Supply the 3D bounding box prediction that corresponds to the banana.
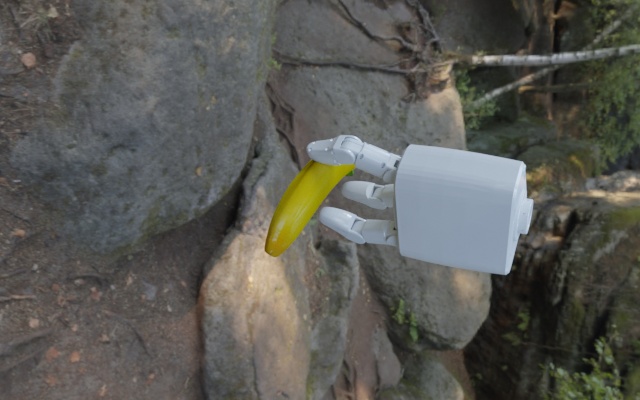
[{"bbox_3d":[0.001,-0.016,0.509,0.037,0.070,0.197,15,34,24],"label":"banana"}]
